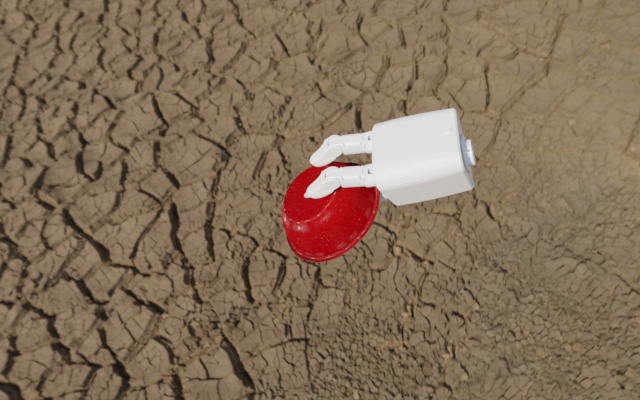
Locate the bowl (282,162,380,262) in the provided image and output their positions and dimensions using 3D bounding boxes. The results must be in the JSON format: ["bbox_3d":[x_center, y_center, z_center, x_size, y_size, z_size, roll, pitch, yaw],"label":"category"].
[{"bbox_3d":[-0.001,0.003,0.670,0.162,0.162,0.055,0,-29,41],"label":"bowl"}]
